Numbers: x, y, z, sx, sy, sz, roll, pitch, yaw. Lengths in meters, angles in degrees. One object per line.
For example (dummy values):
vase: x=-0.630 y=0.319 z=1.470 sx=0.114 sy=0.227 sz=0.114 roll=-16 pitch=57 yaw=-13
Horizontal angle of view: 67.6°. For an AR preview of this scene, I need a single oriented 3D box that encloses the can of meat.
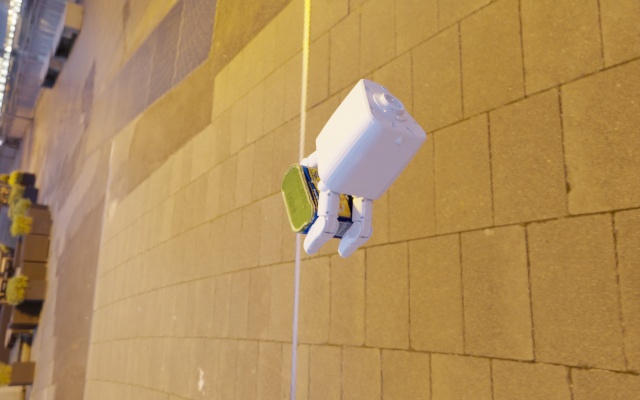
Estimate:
can of meat: x=0.000 y=0.002 z=0.649 sx=0.084 sy=0.102 sz=0.057 roll=10 pitch=-44 yaw=-35
